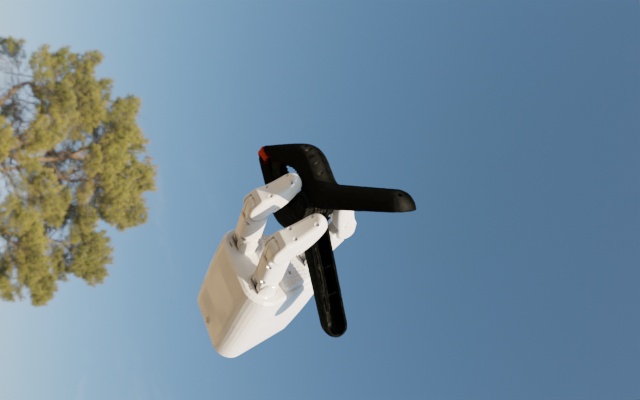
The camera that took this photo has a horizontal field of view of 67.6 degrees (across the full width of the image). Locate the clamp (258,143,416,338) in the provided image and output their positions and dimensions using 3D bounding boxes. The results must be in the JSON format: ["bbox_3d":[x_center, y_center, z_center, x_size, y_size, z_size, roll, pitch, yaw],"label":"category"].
[{"bbox_3d":[0.000,0.001,0.463,0.036,0.165,0.210,-2,46,-38],"label":"clamp"}]
